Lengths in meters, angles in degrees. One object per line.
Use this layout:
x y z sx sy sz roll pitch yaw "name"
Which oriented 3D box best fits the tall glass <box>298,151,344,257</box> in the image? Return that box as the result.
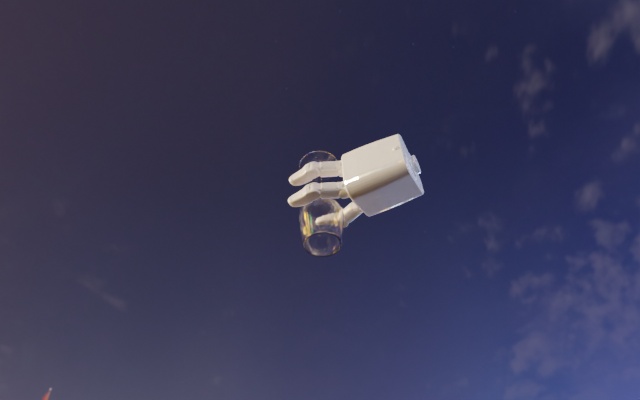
0.000 0.002 0.842 0.079 0.079 0.200 0 44 -2 "tall glass"
